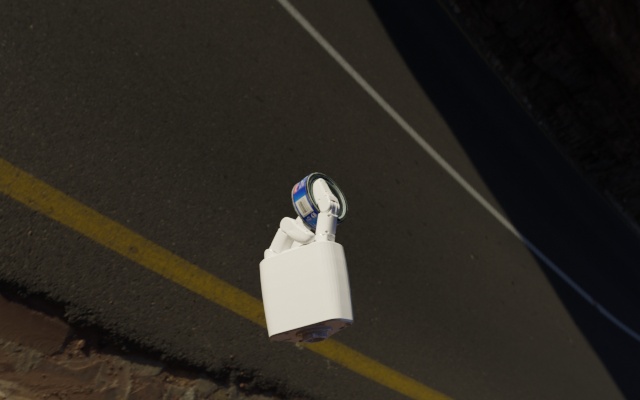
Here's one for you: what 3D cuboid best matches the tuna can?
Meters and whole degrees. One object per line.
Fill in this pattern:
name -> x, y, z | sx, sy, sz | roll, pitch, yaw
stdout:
tuna can -> 0.000, 0.002, 0.707 | 0.034, 0.086, 0.086 | -35, -21, 34
